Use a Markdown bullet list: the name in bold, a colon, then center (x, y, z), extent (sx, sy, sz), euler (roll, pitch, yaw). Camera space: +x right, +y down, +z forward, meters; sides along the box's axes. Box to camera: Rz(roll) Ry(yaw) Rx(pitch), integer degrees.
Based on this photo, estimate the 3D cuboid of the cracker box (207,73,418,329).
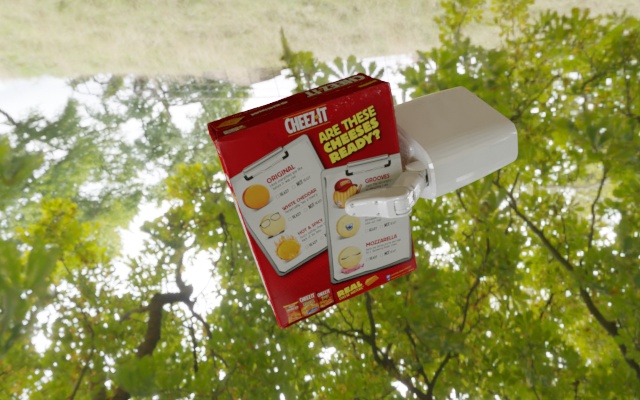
- **cracker box**: center (0.000, 0.002, 0.480), extent (0.164, 0.214, 0.072), euler (-21, 28, -13)
